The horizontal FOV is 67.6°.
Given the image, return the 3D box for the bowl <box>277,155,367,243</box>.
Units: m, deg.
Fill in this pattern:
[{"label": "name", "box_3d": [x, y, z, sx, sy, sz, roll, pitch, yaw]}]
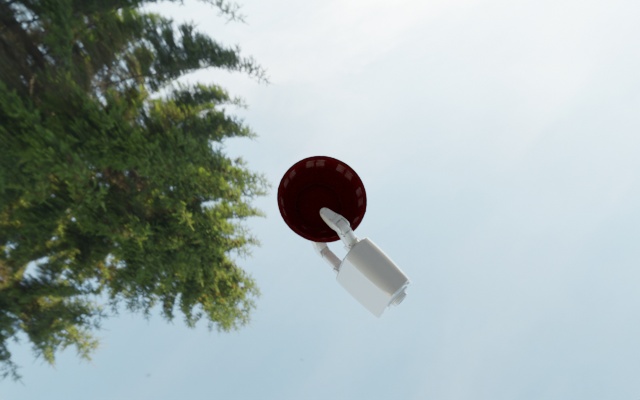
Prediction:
[{"label": "bowl", "box_3d": [-0.001, 0.002, 0.865, 0.162, 0.162, 0.055, 0, -17, -9]}]
